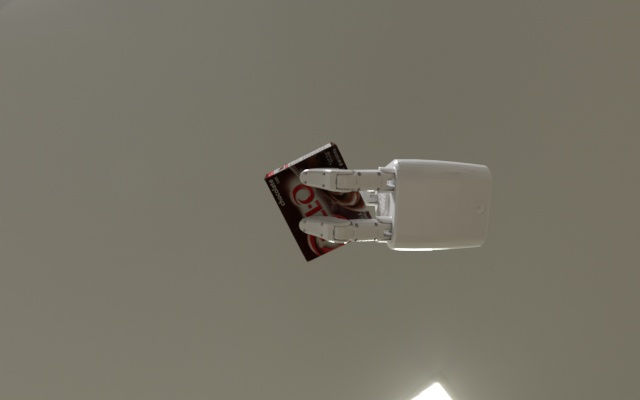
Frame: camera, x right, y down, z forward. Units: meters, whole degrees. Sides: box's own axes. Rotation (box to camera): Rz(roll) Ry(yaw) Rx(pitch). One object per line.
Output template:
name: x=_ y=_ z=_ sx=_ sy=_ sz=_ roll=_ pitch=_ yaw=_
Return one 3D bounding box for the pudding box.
pudding box: x=0.000 y=0.002 z=0.552 sx=0.090 sy=0.113 sz=0.039 roll=-26 pitch=11 yaw=2
